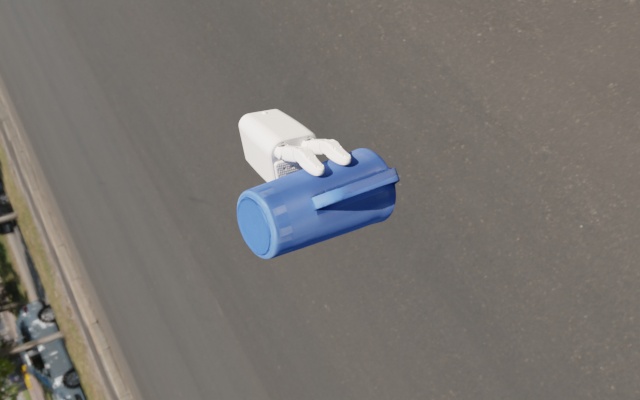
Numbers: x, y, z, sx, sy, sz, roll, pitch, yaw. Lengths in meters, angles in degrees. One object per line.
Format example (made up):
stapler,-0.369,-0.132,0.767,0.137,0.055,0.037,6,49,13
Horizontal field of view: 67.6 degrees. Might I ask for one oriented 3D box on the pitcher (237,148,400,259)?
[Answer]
pitcher,0.000,0.002,0.757,0.243,0.149,0.145,-20,45,-35
